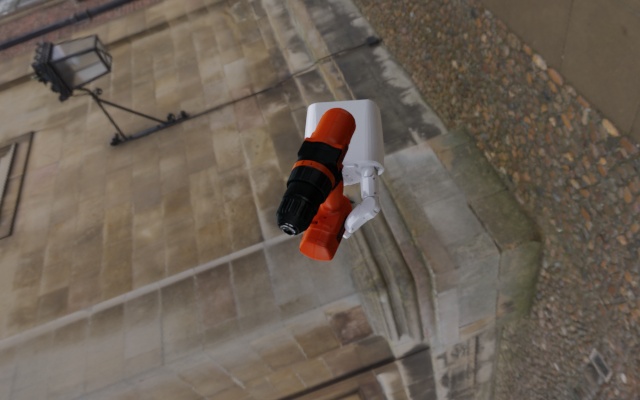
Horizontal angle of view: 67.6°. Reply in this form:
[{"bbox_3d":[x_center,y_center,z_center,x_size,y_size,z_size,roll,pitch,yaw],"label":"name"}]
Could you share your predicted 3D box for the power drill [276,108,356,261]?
[{"bbox_3d":[0.000,0.002,0.618,0.057,0.184,0.188,18,-32,13],"label":"power drill"}]
